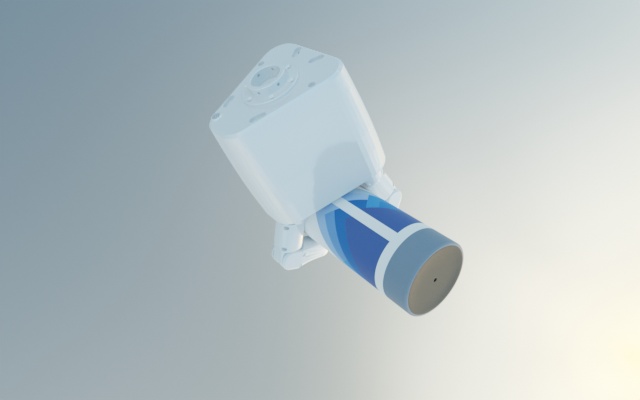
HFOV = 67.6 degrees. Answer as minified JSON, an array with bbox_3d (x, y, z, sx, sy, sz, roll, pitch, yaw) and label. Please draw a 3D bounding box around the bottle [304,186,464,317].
[{"bbox_3d":[0.000,0.002,0.468,0.069,0.069,0.295,0,24,-42],"label":"bottle"}]
